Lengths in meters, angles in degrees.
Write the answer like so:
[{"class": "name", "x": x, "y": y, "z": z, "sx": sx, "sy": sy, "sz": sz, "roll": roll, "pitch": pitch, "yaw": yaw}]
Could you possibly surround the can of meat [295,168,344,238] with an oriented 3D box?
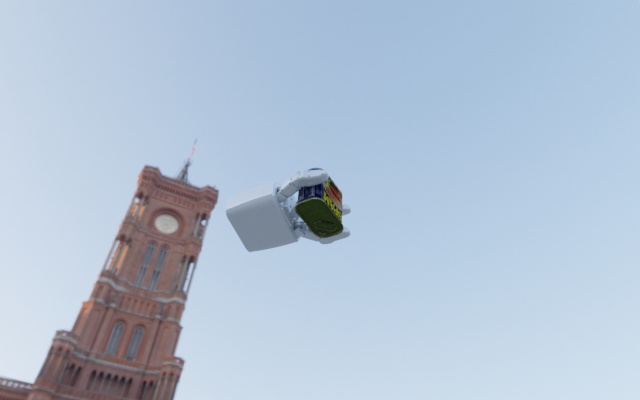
[{"class": "can of meat", "x": 0.000, "y": 0.002, "z": 0.856, "sx": 0.057, "sy": 0.083, "sz": 0.102, "roll": -19, "pitch": -48, "yaw": 22}]
